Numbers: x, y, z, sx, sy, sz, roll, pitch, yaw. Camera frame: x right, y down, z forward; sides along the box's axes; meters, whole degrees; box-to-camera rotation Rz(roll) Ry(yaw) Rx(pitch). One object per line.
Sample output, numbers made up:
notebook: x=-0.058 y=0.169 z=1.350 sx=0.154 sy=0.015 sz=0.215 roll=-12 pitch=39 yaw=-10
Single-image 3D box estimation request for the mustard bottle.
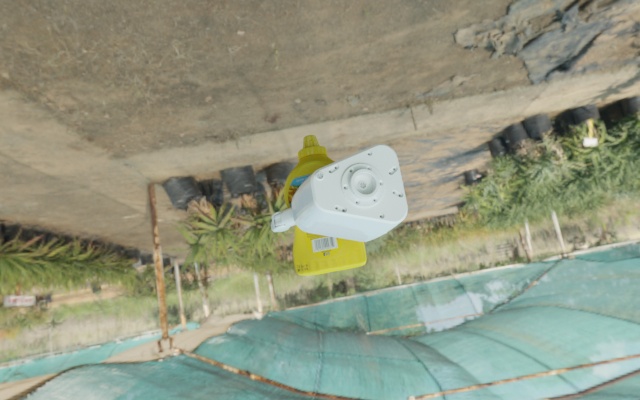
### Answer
mustard bottle: x=0.000 y=0.002 z=0.657 sx=0.096 sy=0.191 sz=0.058 roll=-12 pitch=-11 yaw=10
